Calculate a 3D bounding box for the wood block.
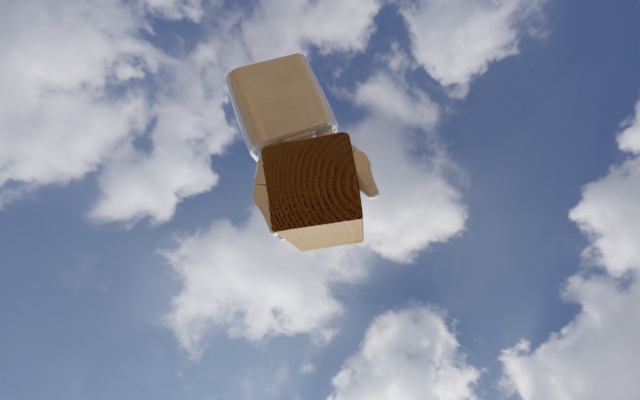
[{"bbox_3d":[0.000,0.001,0.560,0.091,0.090,0.206,-10,-12,4],"label":"wood block"}]
